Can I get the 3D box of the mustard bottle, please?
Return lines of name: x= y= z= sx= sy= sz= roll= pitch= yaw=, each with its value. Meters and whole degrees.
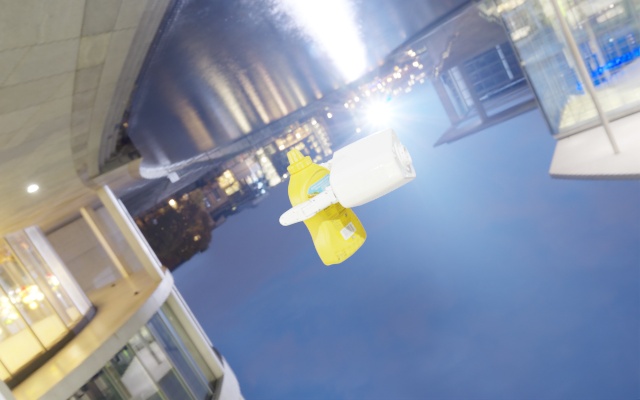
mustard bottle: x=0.000 y=0.003 z=0.781 sx=0.058 sy=0.191 sz=0.096 roll=-18 pitch=15 yaw=46
